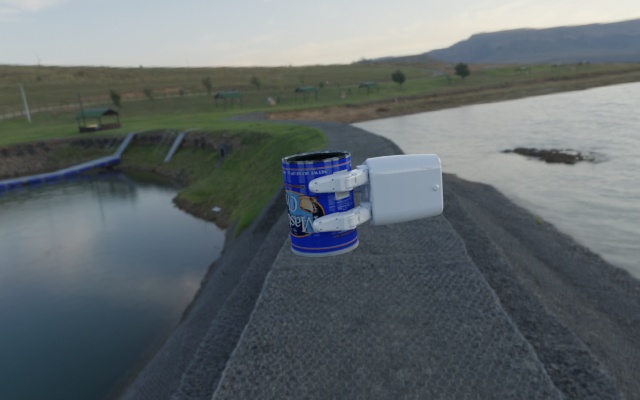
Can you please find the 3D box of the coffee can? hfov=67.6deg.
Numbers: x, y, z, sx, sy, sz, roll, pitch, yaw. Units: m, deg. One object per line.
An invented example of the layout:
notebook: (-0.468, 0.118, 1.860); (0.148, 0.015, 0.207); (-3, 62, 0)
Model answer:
coffee can: (0.000, 0.002, 0.713); (0.103, 0.140, 0.102); (-6, 13, 1)
